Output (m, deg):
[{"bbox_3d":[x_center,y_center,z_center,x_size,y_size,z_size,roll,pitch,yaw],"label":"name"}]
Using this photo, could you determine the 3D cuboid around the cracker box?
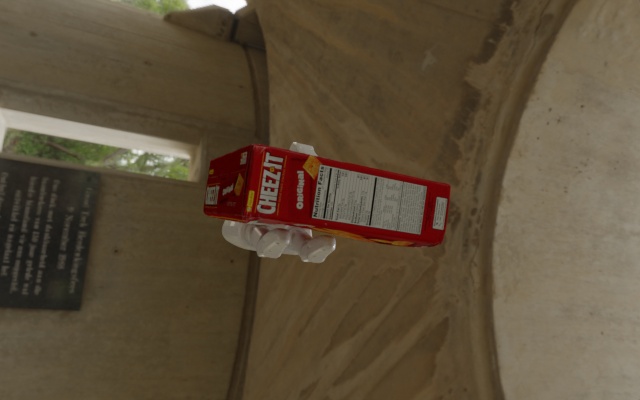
[{"bbox_3d":[0.000,0.002,0.508,0.214,0.072,0.164,9,-5,-24],"label":"cracker box"}]
